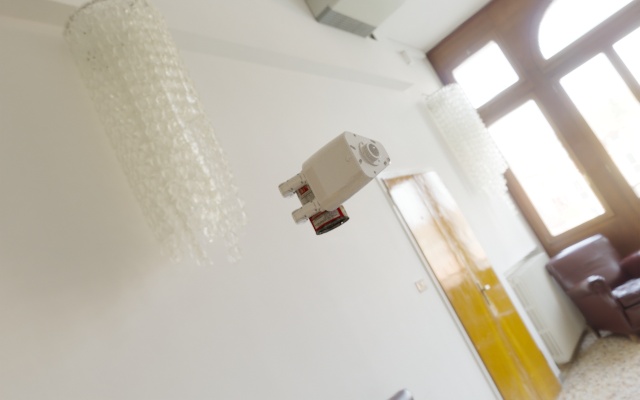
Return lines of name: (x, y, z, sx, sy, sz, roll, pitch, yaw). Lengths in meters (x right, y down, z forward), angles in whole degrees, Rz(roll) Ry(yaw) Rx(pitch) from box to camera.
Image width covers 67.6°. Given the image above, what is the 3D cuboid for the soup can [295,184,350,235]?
soup can: (0.000, 0.003, 0.866, 0.068, 0.102, 0.068, -26, -12, -6)
